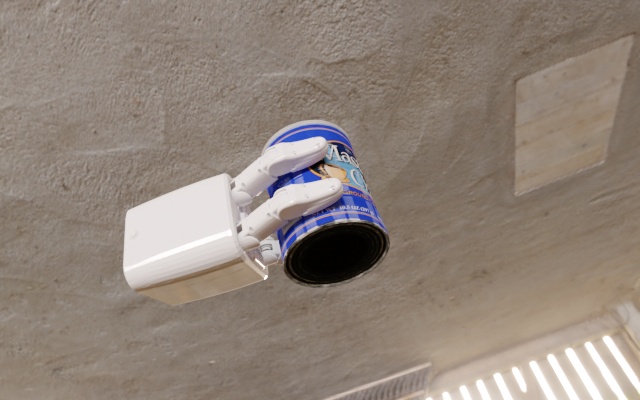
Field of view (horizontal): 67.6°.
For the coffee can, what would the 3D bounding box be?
[{"bbox_3d":[0.000,0.001,0.486,0.103,0.140,0.103,-10,-41,-9],"label":"coffee can"}]
